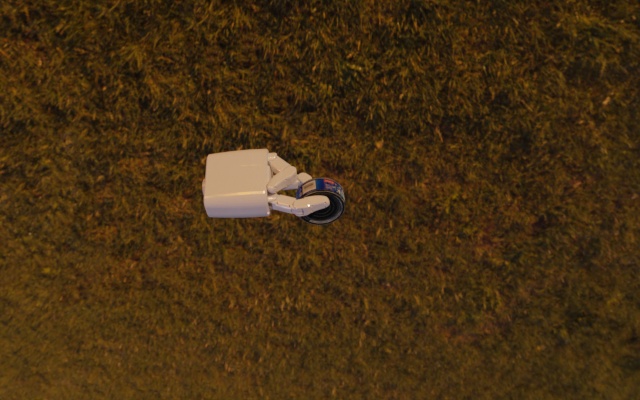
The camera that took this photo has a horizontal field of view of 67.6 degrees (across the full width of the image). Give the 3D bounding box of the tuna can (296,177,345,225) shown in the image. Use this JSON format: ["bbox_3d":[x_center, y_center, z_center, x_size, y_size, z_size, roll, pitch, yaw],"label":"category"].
[{"bbox_3d":[0.000,0.003,0.826,0.086,0.086,0.033,0,44,-6],"label":"tuna can"}]
